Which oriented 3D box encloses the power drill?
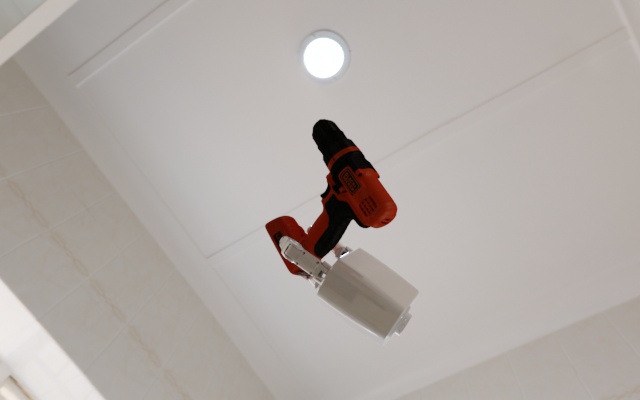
[{"bbox_3d":[0.000,0.003,0.677,0.057,0.184,0.188,6,-46,-47],"label":"power drill"}]
